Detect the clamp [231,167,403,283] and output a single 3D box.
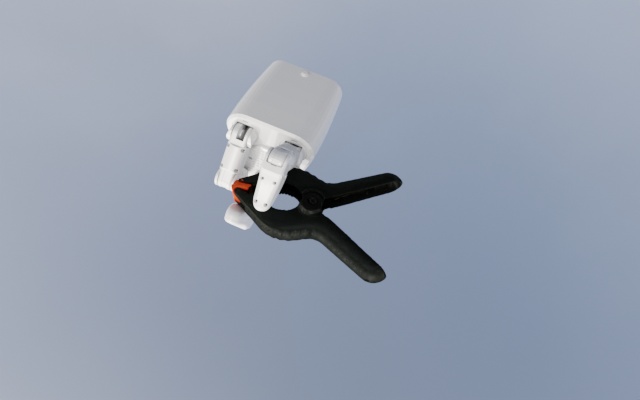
[{"bbox_3d":[0.000,0.002,0.479,0.171,0.120,0.039,22,-35,5],"label":"clamp"}]
